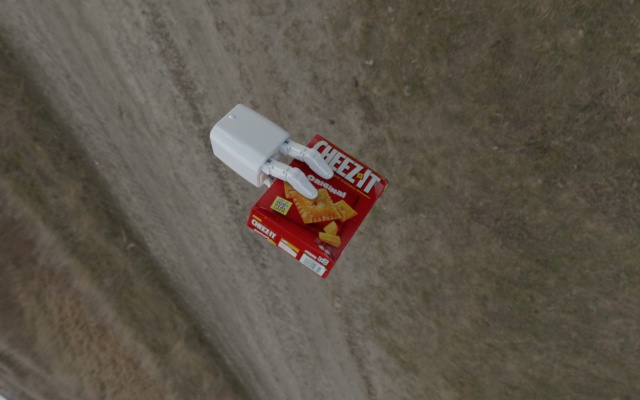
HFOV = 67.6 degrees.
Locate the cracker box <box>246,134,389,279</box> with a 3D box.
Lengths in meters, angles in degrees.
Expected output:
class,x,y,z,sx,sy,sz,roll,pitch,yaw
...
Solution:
class,x,y,z,sx,sy,sz,roll,pitch,yaw
cracker box,0.000,0.003,0.838,0.164,0.213,0.072,34,-35,5
